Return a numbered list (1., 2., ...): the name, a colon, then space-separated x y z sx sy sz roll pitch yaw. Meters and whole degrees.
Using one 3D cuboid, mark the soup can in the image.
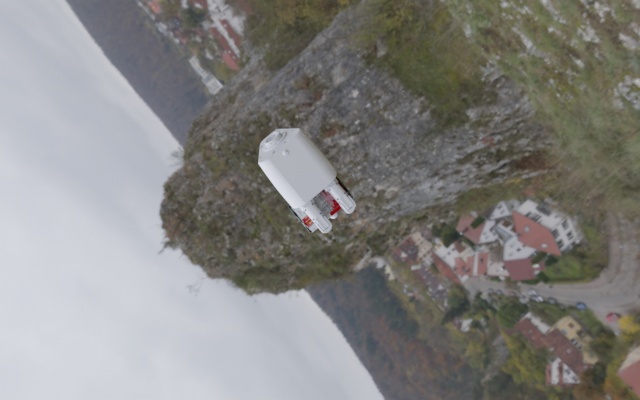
1. soup can: 0.000 0.003 0.874 0.102 0.068 0.068 -40 2 -2
